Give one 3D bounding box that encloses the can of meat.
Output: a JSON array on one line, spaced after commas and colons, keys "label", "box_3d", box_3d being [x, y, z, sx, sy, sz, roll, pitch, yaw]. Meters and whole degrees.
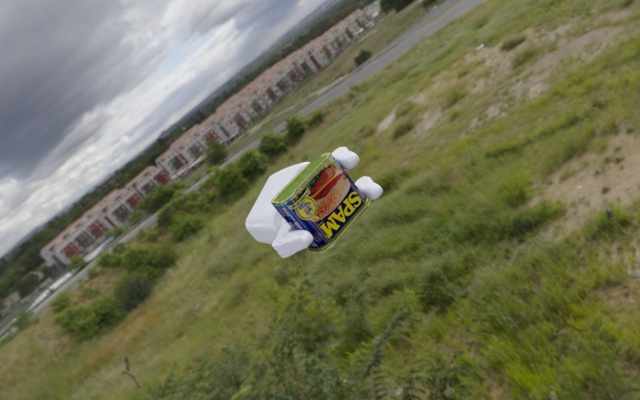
[{"label": "can of meat", "box_3d": [0.000, 0.002, 0.601, 0.102, 0.084, 0.057, -46, 18, -23]}]
